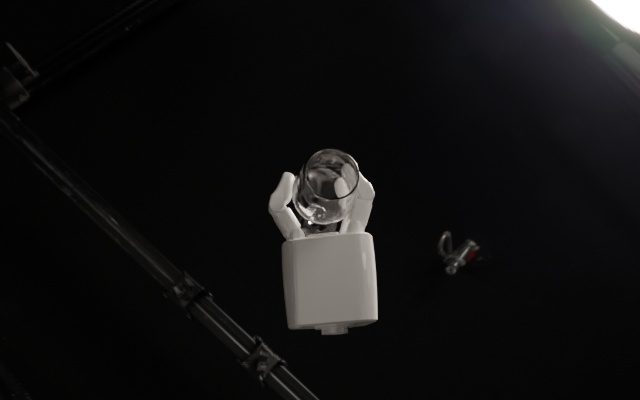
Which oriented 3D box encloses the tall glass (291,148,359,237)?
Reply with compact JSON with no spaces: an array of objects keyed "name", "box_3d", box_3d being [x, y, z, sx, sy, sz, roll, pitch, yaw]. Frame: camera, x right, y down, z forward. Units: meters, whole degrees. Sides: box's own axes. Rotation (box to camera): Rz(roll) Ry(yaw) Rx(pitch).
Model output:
[{"name":"tall glass","box_3d":[0.000,0.002,0.613,0.079,0.079,0.201,0,-19,-7]}]
